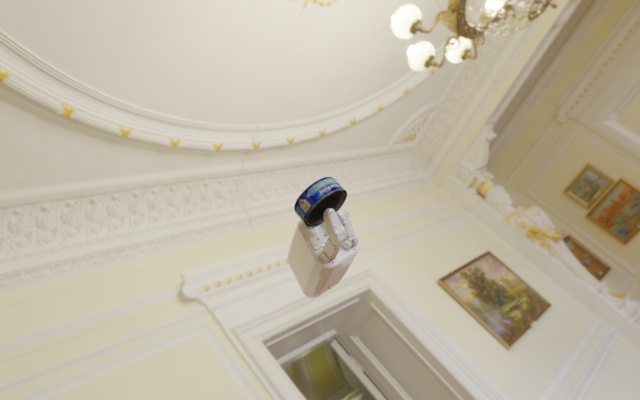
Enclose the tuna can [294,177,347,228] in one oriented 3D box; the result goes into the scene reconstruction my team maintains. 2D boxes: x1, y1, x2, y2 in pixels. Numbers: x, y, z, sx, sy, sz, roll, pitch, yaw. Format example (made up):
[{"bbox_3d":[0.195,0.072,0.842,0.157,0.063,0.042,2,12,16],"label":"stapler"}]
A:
[{"bbox_3d":[0.000,0.002,0.770,0.033,0.086,0.086,49,23,22],"label":"tuna can"}]
